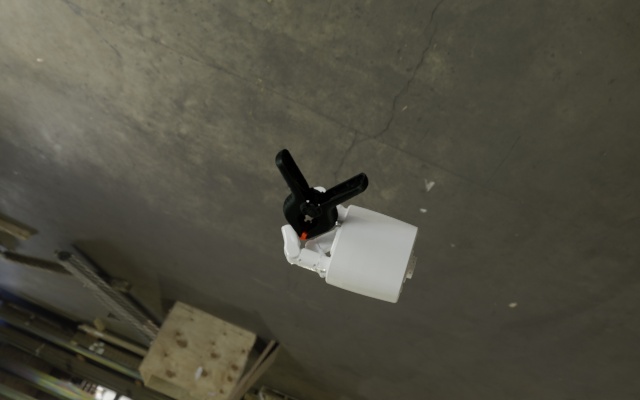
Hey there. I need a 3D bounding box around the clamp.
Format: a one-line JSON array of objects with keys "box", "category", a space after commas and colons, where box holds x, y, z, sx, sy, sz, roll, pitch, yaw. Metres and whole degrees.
[{"box": [0.000, 0.003, 0.653, 0.120, 0.039, 0.172, 17, -33, 11], "category": "clamp"}]
